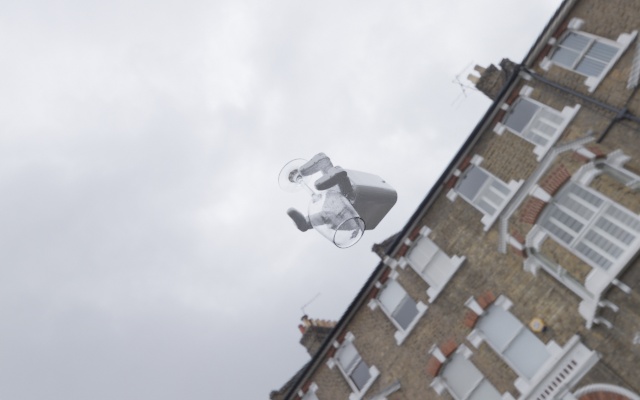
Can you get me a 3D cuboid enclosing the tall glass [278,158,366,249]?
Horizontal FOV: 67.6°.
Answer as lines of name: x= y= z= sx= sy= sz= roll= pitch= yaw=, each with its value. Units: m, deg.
tall glass: x=0.000 y=0.002 z=0.849 sx=0.079 sy=0.079 sz=0.201 roll=0 pitch=31 yaw=-34
